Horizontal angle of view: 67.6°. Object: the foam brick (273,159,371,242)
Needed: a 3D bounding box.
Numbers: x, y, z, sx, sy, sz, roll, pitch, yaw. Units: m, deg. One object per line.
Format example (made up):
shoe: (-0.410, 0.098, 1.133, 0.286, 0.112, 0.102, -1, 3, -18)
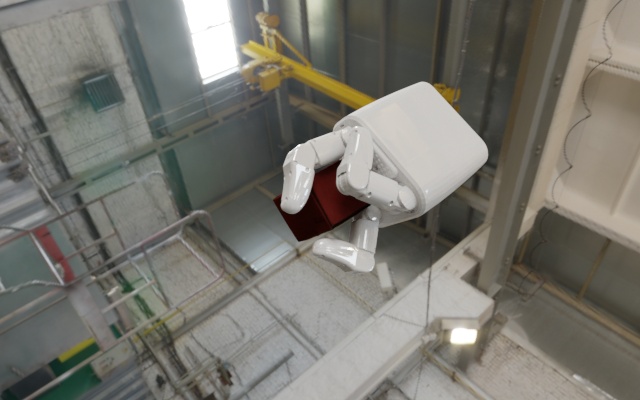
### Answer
foam brick: (0.000, 0.002, 0.463, 0.051, 0.053, 0.078, -31, 3, -30)
